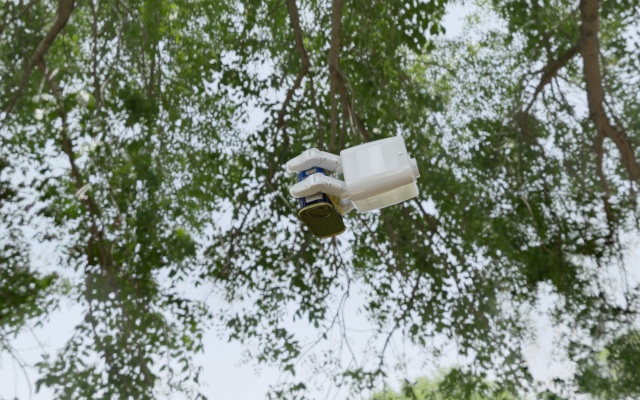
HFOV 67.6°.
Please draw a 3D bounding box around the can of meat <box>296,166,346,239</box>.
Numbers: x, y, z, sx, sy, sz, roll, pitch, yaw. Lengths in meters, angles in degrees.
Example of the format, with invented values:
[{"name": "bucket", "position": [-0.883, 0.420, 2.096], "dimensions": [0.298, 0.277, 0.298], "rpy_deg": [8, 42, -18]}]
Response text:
[{"name": "can of meat", "position": [0.000, 0.002, 0.802], "dimensions": [0.057, 0.084, 0.102], "rpy_deg": [-17, -36, 14]}]
